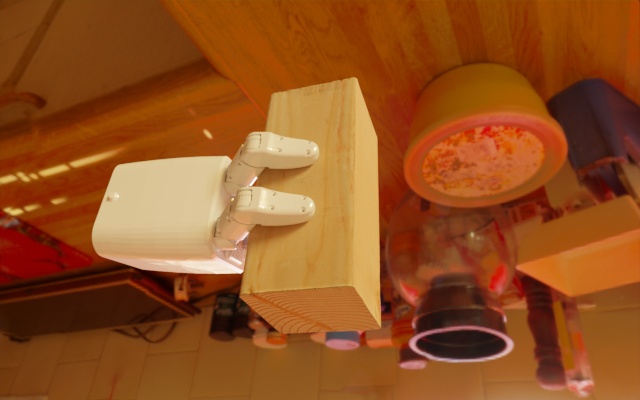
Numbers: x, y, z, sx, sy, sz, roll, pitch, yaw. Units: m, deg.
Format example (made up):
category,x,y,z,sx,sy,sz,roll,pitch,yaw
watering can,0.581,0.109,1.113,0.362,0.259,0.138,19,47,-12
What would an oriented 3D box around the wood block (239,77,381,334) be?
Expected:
category,x,y,z,sx,sy,sz,roll,pitch,yaw
wood block,0.000,0.002,0.424,0.090,0.206,0.091,-7,-35,16
